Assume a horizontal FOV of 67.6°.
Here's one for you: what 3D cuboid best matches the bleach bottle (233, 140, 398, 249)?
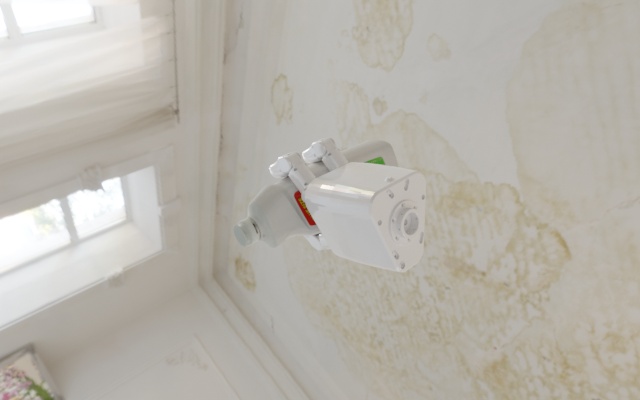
[{"bbox_3d":[0.000,0.002,0.634,0.250,0.103,0.068,-27,23,-33],"label":"bleach bottle"}]
